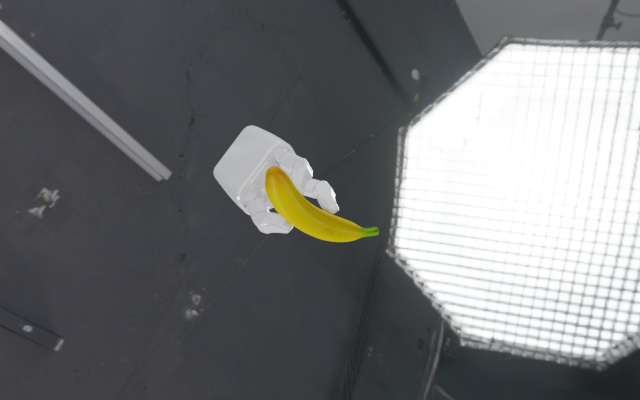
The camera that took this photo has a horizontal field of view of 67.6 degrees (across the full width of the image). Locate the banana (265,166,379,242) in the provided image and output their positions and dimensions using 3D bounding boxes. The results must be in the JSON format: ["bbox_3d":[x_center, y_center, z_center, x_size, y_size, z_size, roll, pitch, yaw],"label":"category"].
[{"bbox_3d":[-0.011,0.013,0.612,0.070,0.037,0.198,-36,-44,27],"label":"banana"}]
